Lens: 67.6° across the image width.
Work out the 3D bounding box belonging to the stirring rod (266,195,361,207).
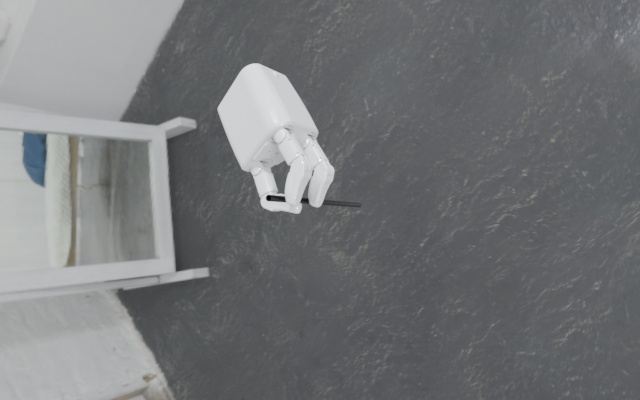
[{"bbox_3d":[0.000,0.002,0.680,0.011,0.011,0.239,0,-3,32],"label":"stirring rod"}]
